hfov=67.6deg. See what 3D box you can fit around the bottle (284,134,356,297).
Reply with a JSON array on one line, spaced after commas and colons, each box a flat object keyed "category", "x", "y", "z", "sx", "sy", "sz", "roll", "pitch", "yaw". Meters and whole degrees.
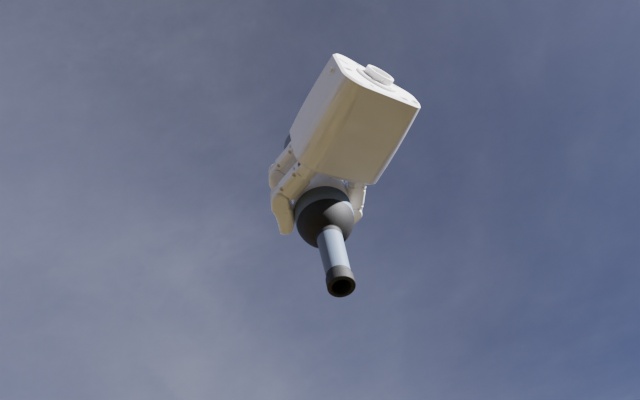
[{"category": "bottle", "x": 0.000, "y": 0.002, "z": 0.567, "sx": 0.069, "sy": 0.069, "sz": 0.295, "roll": 0, "pitch": 33, "yaw": -9}]
